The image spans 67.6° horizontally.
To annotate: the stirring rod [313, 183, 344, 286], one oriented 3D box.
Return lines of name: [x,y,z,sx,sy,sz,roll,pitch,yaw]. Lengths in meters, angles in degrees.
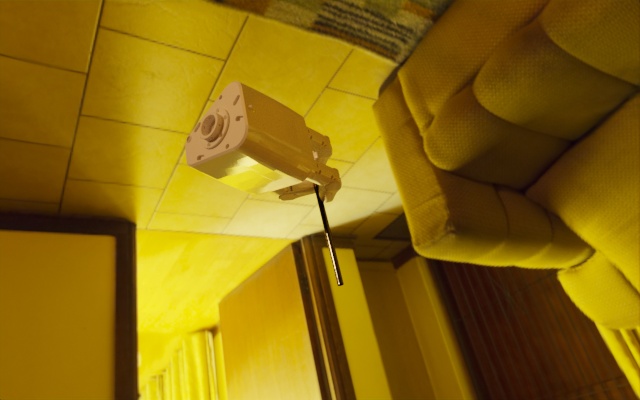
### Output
stirring rod: [0.000,0.002,0.644,0.011,0.239,0.011,-10,-30,-6]
